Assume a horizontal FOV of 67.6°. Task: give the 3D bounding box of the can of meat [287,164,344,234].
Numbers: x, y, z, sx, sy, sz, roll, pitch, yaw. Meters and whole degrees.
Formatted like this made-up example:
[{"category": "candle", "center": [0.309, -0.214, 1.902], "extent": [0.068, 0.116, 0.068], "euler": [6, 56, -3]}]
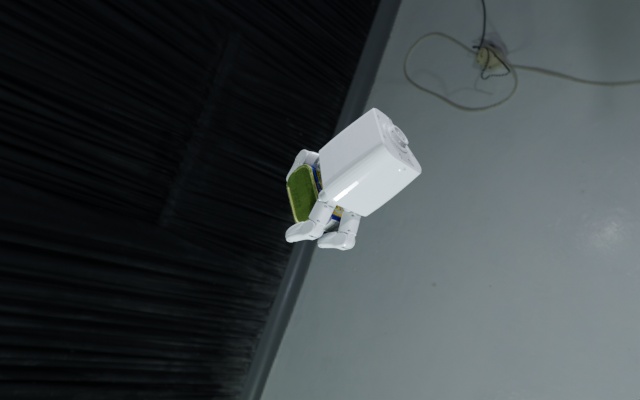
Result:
[{"category": "can of meat", "center": [0.000, 0.002, 0.725], "extent": [0.057, 0.102, 0.084], "euler": [-36, -38, 27]}]
